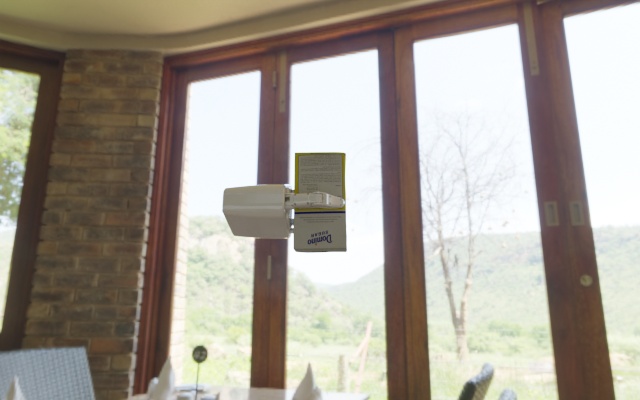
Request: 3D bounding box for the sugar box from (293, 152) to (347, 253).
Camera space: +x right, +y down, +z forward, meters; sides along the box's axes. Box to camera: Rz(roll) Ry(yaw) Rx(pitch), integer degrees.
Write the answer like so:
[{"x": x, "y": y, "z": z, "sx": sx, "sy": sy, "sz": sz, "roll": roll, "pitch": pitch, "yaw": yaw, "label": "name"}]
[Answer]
[{"x": 0.000, "y": 0.003, "z": 0.838, "sx": 0.093, "sy": 0.176, "sz": 0.048, "roll": 0, "pitch": -14, "yaw": 4, "label": "sugar box"}]
